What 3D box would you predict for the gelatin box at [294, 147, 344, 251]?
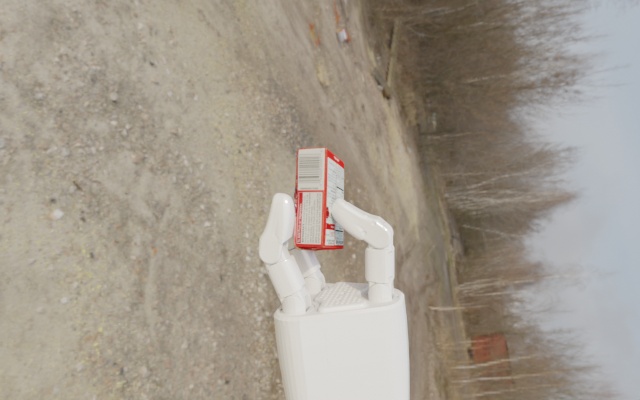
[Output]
[{"bbox_3d":[0.001,0.001,0.440,0.030,0.089,0.073,0,-5,16],"label":"gelatin box"}]
